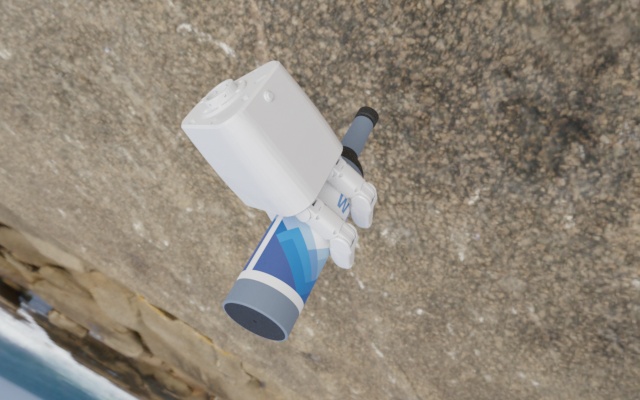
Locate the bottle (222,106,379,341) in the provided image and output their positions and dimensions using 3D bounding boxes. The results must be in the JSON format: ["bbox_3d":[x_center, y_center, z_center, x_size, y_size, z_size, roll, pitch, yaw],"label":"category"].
[{"bbox_3d":[0.000,0.002,0.509,0.069,0.295,0.069,19,-34,14],"label":"bottle"}]
